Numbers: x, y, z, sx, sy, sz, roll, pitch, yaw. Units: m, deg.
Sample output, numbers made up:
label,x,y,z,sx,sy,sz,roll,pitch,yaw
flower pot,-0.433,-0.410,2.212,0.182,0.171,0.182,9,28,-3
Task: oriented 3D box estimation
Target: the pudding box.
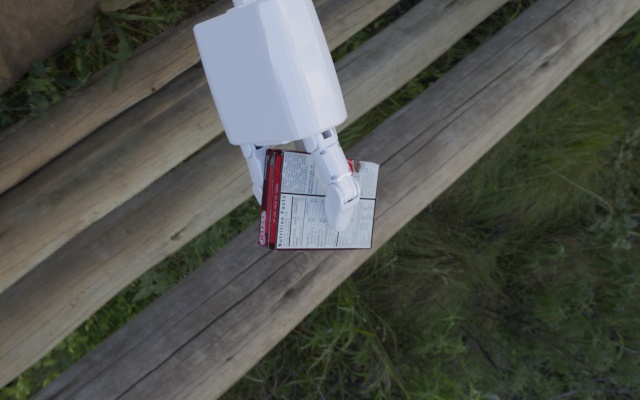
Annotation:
label,x,y,z,sx,sy,sz,roll,pitch,yaw
pudding box,0.000,0.001,0.450,0.113,0.090,0.039,4,4,-32
